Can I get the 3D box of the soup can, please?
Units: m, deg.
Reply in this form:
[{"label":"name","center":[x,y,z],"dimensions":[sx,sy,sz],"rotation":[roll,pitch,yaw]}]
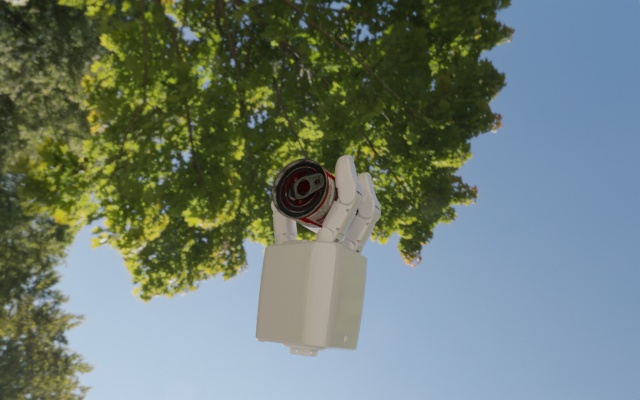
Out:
[{"label":"soup can","center":[0.000,0.001,0.551],"dimensions":[0.068,0.068,0.102],"rotation":[0,-18,29]}]
